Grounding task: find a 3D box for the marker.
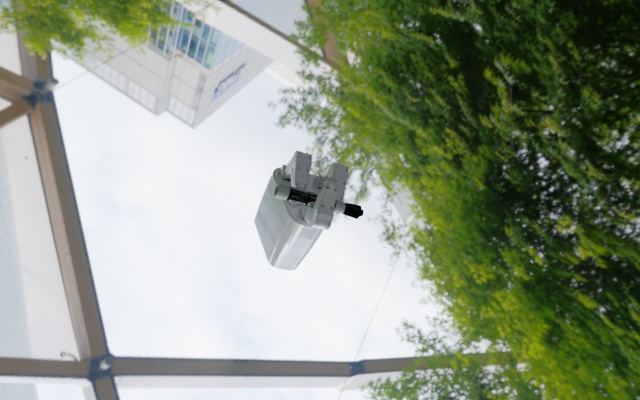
[{"bbox_3d":[0.000,0.002,0.614,0.121,0.020,0.020,15,-5,-19],"label":"marker"}]
